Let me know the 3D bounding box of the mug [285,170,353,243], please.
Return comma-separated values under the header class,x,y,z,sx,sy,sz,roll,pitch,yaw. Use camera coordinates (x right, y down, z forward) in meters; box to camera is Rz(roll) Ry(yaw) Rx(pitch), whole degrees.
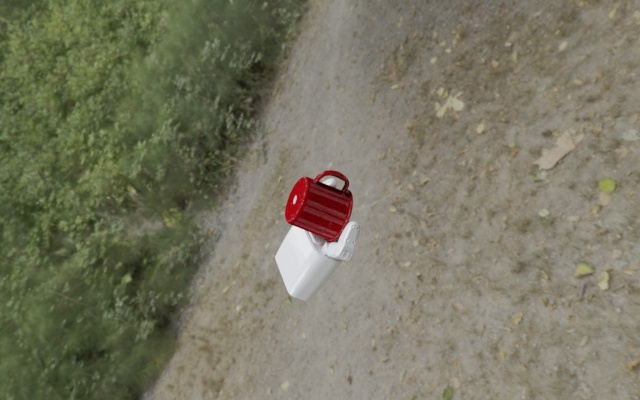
class,x,y,z,sx,sy,sz,roll,pitch,yaw
mug,0.001,0.001,0.766,0.081,0.117,0.093,21,28,-21
